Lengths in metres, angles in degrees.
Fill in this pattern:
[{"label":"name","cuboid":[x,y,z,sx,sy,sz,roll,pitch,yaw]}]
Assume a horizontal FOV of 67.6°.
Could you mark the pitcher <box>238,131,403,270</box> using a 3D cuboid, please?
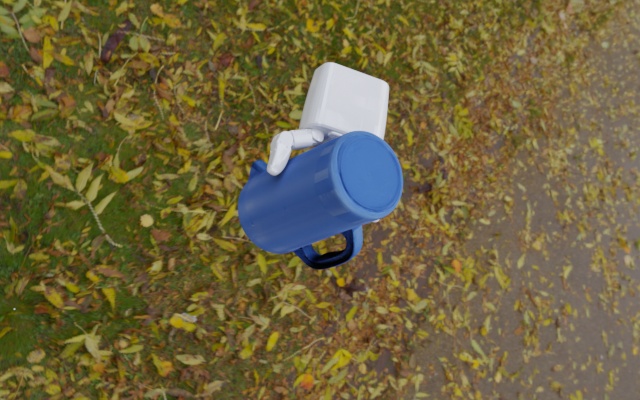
[{"label":"pitcher","cuboid":[0.000,0.002,0.648,0.149,0.145,0.243,21,-22,-27]}]
